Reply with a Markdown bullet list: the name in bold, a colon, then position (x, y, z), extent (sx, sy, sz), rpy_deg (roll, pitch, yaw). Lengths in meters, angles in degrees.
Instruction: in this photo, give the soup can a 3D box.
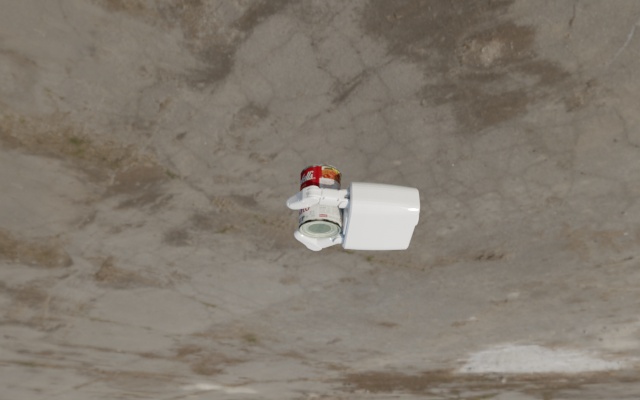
- **soup can**: position (0.000, 0.003, 0.762), extent (0.068, 0.102, 0.068), rpy_deg (1, -29, 0)
